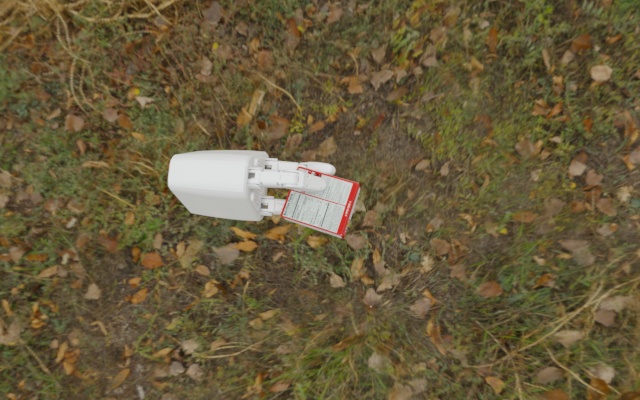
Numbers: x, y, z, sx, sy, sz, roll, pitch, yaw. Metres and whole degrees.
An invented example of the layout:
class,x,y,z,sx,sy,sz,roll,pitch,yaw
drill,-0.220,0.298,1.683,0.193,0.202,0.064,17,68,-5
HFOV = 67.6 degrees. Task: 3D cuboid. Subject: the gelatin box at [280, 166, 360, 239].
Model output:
class,x,y,z,sx,sy,sz,roll,pitch,yaw
gelatin box,0.000,0.002,0.633,0.089,0.073,0.030,17,-9,12
